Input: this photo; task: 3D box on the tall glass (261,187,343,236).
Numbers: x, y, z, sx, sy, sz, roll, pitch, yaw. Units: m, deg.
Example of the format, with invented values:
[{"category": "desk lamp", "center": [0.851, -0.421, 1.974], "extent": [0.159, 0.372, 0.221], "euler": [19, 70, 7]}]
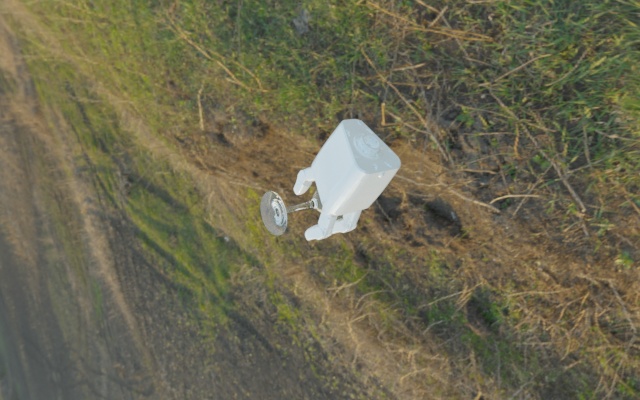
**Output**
[{"category": "tall glass", "center": [0.000, 0.003, 0.835], "extent": [0.201, 0.079, 0.079], "euler": [-13, 8, -37]}]
